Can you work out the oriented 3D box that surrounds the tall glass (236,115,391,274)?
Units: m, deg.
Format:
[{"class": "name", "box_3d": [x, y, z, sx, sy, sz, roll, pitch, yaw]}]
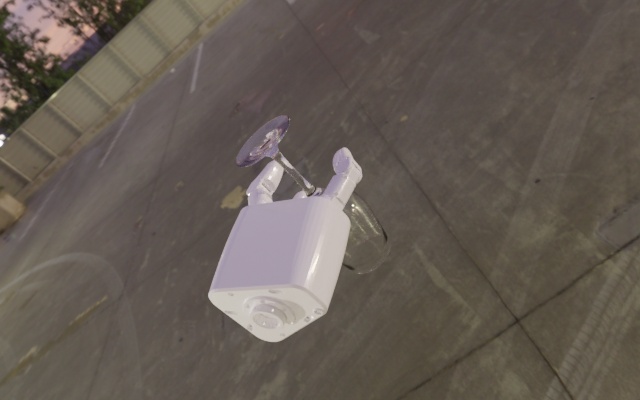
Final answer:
[{"class": "tall glass", "box_3d": [0.000, 0.001, 0.542, 0.201, 0.079, 0.079, 46, -26, -28]}]
